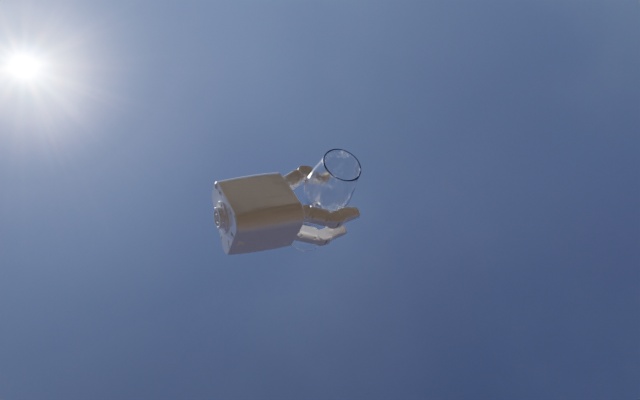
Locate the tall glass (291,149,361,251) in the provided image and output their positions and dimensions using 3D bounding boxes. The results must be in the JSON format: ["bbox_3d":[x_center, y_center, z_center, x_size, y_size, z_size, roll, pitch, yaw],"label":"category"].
[{"bbox_3d":[0.000,0.003,0.788,0.079,0.079,0.201,0,-35,-24],"label":"tall glass"}]
